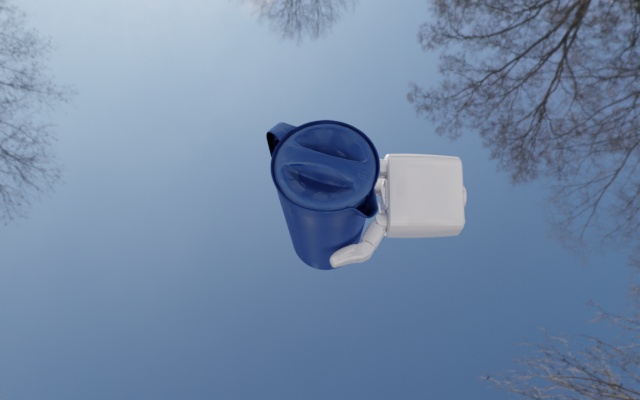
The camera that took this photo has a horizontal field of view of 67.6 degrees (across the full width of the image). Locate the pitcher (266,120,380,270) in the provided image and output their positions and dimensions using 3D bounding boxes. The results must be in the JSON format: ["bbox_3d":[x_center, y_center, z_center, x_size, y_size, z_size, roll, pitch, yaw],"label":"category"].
[{"bbox_3d":[0.000,0.002,0.680,0.145,0.149,0.243,0,-28,0],"label":"pitcher"}]
